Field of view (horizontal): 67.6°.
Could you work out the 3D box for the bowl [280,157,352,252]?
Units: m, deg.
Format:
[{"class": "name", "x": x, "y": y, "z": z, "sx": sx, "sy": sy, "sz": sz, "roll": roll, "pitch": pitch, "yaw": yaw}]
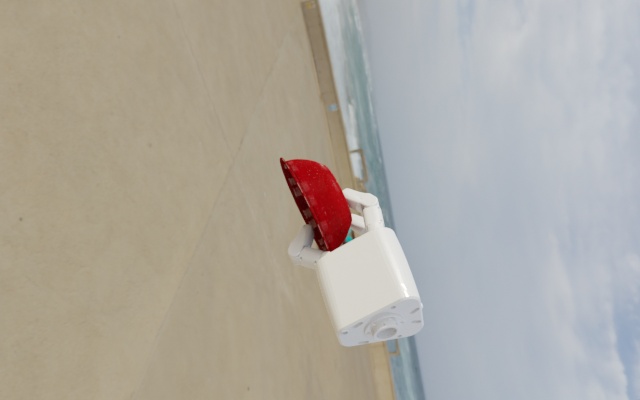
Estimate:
[{"class": "bowl", "x": 0.000, "y": 0.001, "z": 0.678, "sx": 0.055, "sy": 0.162, "sz": 0.162, "roll": -26, "pitch": 4, "yaw": -7}]
